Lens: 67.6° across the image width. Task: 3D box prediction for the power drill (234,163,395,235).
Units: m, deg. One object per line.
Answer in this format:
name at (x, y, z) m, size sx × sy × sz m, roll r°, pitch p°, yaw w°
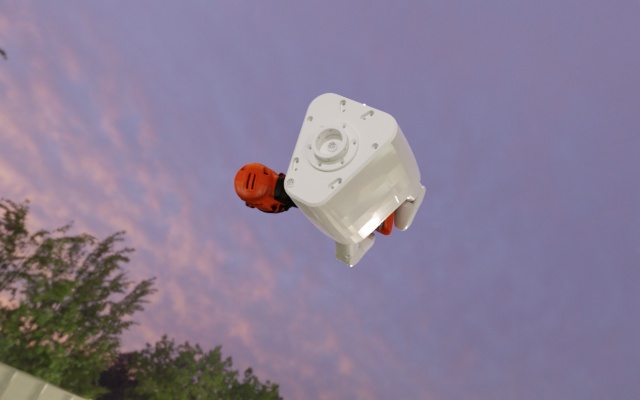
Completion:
power drill at (0.001, 0.002, 0.599) m, size 0.187 × 0.057 × 0.184 m, roll 8°, pitch -4°, yaw 8°
